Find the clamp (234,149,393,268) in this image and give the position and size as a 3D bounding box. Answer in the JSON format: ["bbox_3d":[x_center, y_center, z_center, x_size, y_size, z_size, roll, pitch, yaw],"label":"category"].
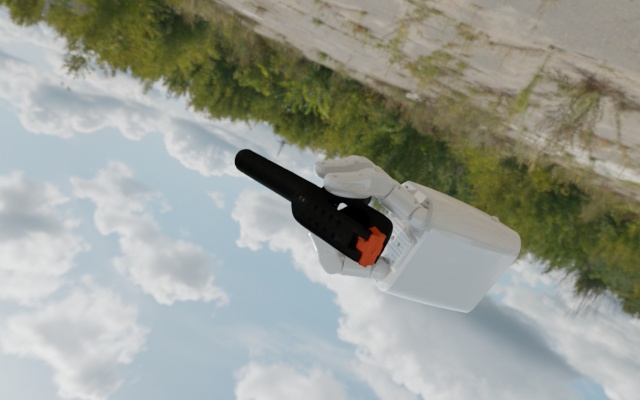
[{"bbox_3d":[0.000,0.002,0.452,0.164,0.036,0.210,17,13,-16],"label":"clamp"}]
